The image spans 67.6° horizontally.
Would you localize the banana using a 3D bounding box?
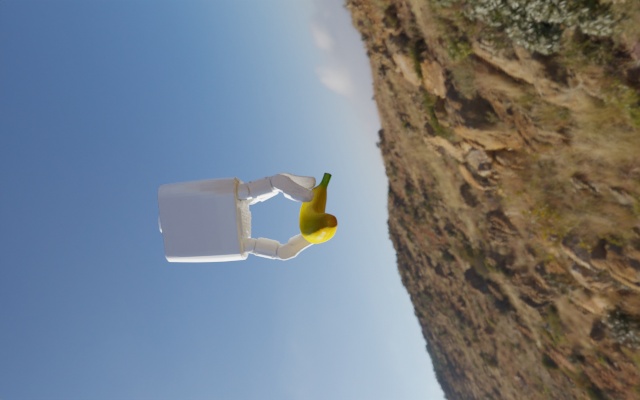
[{"bbox_3d":[-0.005,0.018,0.626,0.037,0.070,0.197,15,18,-8],"label":"banana"}]
